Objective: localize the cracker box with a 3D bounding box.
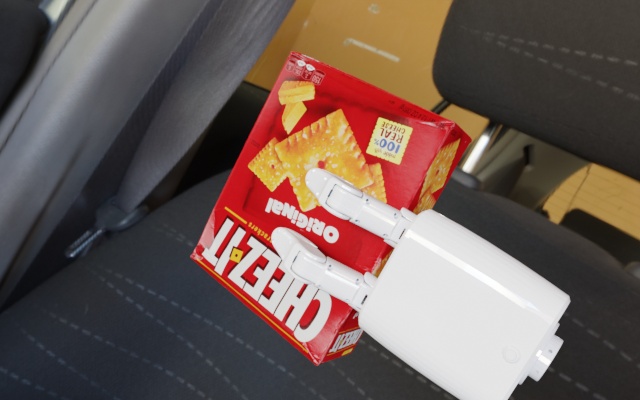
[{"bbox_3d":[0.000,0.001,0.412,0.164,0.214,0.072,33,10,28],"label":"cracker box"}]
